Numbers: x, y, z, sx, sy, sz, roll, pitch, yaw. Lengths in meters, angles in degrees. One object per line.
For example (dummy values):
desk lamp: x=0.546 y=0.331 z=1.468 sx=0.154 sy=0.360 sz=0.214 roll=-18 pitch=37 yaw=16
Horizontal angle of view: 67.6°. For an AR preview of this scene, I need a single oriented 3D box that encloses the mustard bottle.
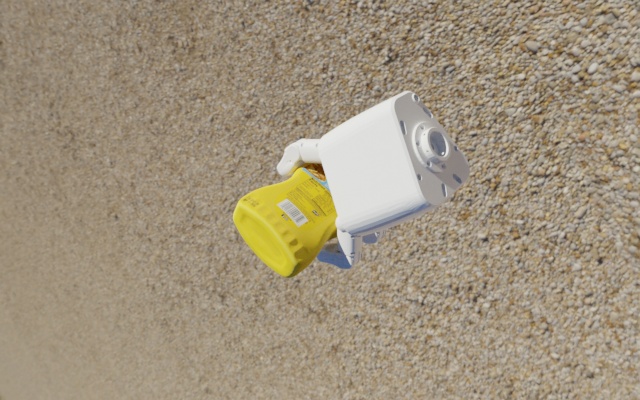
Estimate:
mustard bottle: x=0.000 y=0.002 z=0.547 sx=0.191 sy=0.096 sz=0.058 roll=-34 pitch=-17 yaw=-41
